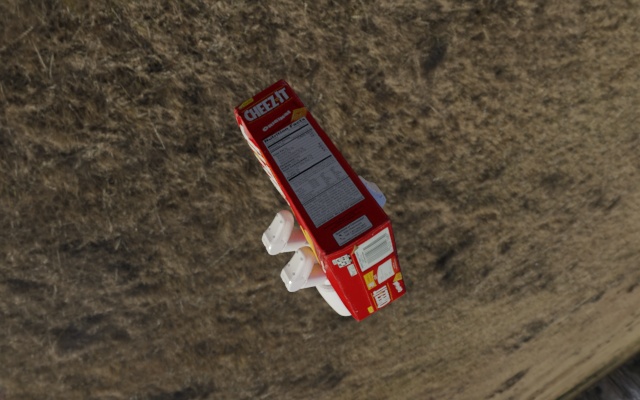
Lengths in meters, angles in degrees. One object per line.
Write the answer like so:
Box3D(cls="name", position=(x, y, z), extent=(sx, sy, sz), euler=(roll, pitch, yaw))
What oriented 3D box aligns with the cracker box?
Box3D(cls="cracker box", position=(0.000, 0.002, 0.506), extent=(0.072, 0.213, 0.164), euler=(-31, -34, -5))
